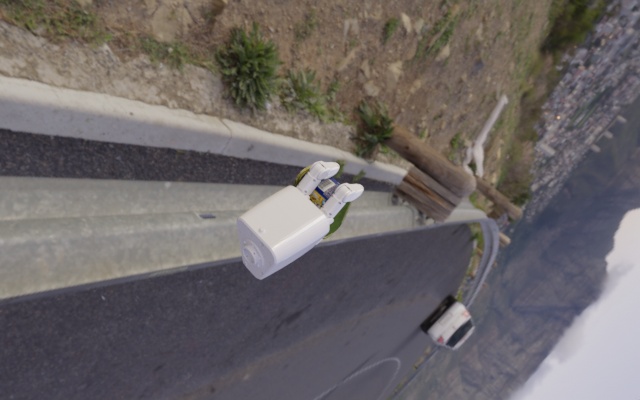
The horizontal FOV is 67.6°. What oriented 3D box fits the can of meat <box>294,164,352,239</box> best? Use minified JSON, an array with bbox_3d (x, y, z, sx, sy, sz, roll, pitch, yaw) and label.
[{"bbox_3d":[0.000,0.003,0.794,0.057,0.102,0.084,-30,63,-36],"label":"can of meat"}]
